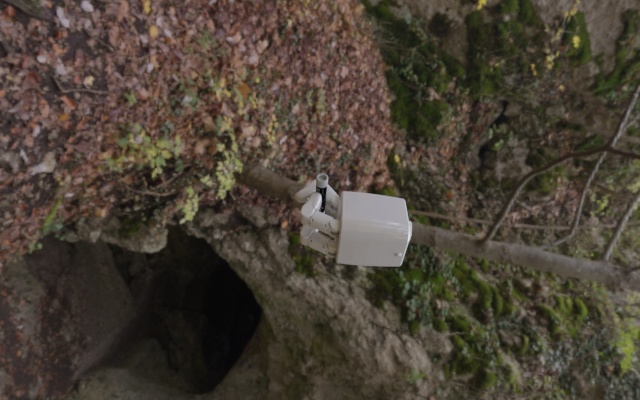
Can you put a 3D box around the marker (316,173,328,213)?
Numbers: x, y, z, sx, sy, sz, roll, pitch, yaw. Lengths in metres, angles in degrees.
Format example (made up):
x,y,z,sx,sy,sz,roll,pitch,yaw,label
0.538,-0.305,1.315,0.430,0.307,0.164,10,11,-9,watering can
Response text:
x,y,z,sx,sy,sz,roll,pitch,yaw,label
0.000,0.003,0.794,0.020,0.020,0.121,0,-40,-3,marker
